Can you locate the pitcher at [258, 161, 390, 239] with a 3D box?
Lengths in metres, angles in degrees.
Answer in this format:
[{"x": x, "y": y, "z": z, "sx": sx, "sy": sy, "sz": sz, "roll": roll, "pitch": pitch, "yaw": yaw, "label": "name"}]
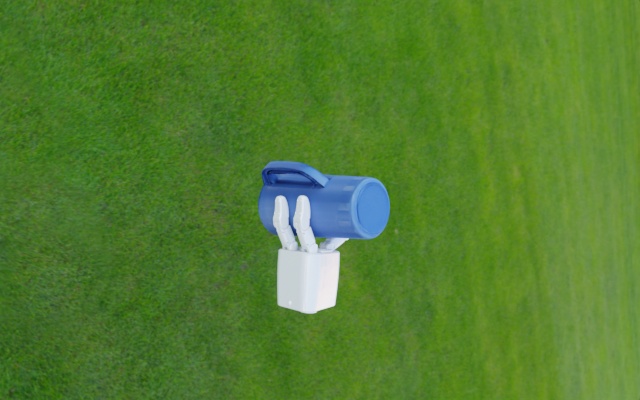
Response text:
[{"x": 0.000, "y": 0.003, "z": 0.900, "sx": 0.243, "sy": 0.145, "sz": 0.149, "roll": 2, "pitch": -2, "yaw": 44, "label": "pitcher"}]
